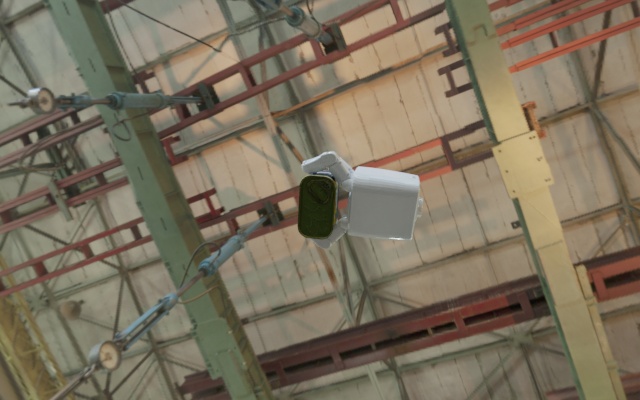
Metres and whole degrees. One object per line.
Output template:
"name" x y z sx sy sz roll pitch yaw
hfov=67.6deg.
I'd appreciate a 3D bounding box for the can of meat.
"can of meat" 0.000 0.003 0.782 0.057 0.102 0.084 5 13 8
